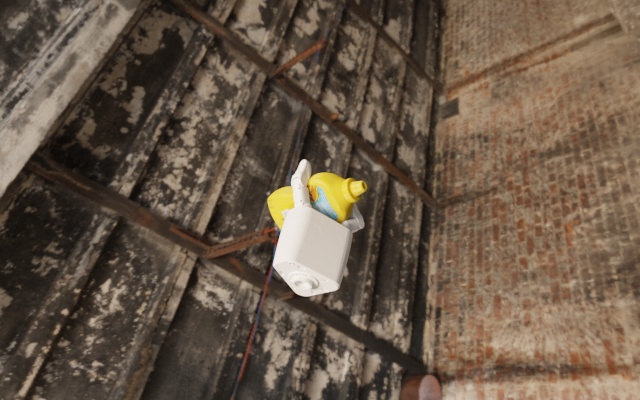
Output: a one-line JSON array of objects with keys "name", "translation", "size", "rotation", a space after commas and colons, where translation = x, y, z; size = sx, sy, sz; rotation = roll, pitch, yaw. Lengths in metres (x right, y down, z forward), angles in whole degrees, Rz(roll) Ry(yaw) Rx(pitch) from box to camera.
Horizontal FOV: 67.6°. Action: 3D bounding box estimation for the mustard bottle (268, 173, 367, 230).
[{"name": "mustard bottle", "translation": [0.000, 0.003, 0.840], "size": [0.192, 0.096, 0.058], "rotation": [-20, 16, 37]}]
